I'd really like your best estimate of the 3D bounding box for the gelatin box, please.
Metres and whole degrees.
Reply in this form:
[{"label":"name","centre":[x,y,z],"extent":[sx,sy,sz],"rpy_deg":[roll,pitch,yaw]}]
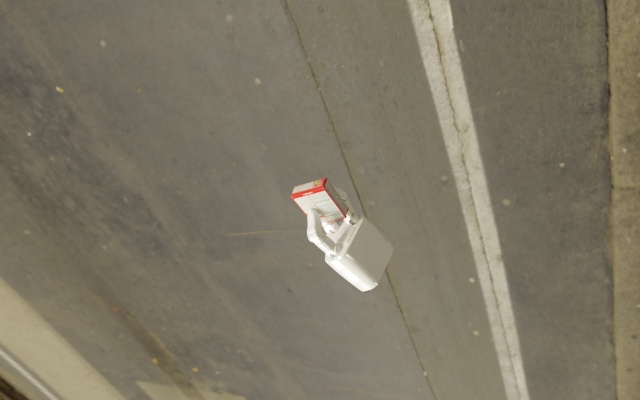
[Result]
[{"label":"gelatin box","centre":[0.000,0.003,0.894],"extent":[0.073,0.030,0.089],"rpy_deg":[-14,-48,31]}]
